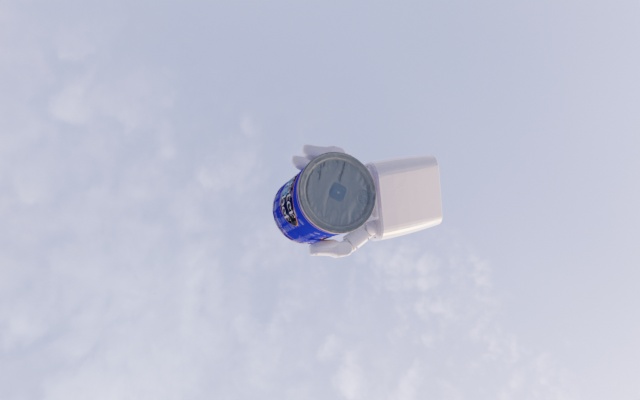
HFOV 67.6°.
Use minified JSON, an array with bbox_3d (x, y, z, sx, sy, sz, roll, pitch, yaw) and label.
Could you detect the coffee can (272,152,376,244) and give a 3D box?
[{"bbox_3d":[0.000,0.002,0.649,0.103,0.103,0.140,0,-10,-19],"label":"coffee can"}]
